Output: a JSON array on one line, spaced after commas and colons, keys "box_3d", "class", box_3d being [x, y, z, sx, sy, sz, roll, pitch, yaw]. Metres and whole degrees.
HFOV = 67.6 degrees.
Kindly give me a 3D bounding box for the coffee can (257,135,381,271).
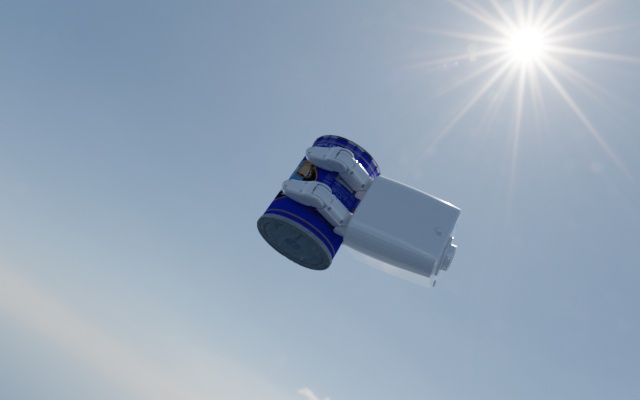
[{"box_3d": [0.000, 0.002, 0.604, 0.103, 0.140, 0.103, 25, -28, 15], "class": "coffee can"}]
